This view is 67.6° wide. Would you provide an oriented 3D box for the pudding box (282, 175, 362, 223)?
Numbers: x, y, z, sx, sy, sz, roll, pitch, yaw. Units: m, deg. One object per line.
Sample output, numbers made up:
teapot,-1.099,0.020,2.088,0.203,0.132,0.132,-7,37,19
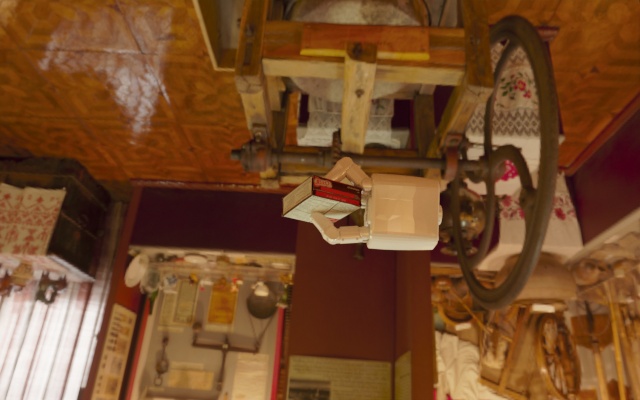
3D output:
pudding box,0.000,0.003,0.768,0.090,0.039,0.113,15,-27,-25
